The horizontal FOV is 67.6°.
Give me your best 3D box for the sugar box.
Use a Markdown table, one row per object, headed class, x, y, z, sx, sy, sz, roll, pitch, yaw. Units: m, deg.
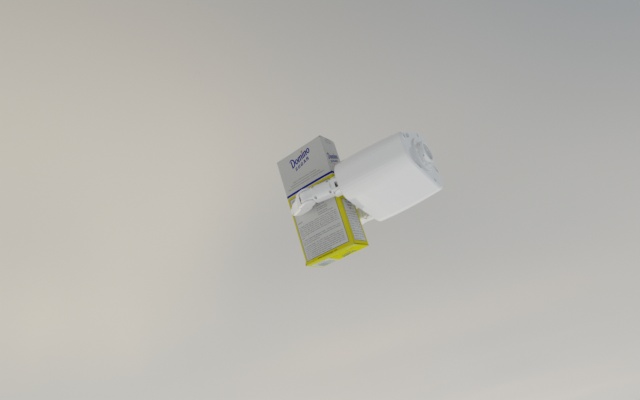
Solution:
| class | x | y | z | sx | sy | sz | roll | pitch | yaw |
| --- | --- | --- | --- | --- | --- | --- | --- | --- | --- |
| sugar box | 0.001 | 0.002 | 0.715 | 0.093 | 0.176 | 0.048 | -28 | -25 | 30 |
